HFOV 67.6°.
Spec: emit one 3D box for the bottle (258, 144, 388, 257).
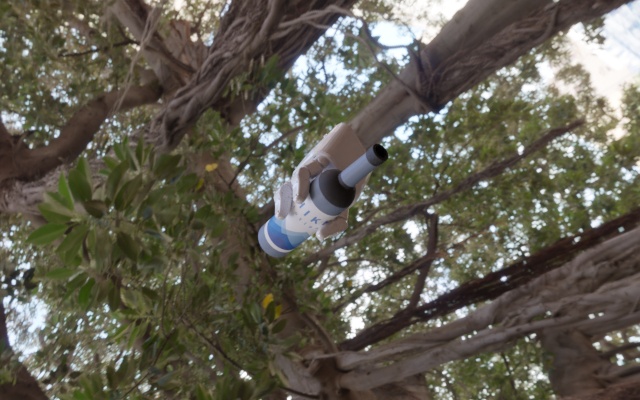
[{"bbox_3d":[0.000,0.003,0.745,0.069,0.069,0.296,0,-28,-39],"label":"bottle"}]
